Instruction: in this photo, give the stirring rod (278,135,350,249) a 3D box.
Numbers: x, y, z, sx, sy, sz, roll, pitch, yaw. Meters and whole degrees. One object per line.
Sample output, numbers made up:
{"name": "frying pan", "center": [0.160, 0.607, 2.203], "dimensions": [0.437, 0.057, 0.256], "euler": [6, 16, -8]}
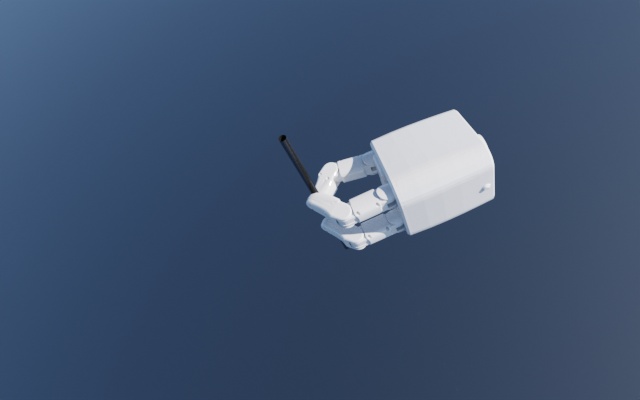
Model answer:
{"name": "stirring rod", "center": [0.000, 0.002, 0.549], "dimensions": [0.011, 0.011, 0.240], "euler": [0, -30, 20]}
